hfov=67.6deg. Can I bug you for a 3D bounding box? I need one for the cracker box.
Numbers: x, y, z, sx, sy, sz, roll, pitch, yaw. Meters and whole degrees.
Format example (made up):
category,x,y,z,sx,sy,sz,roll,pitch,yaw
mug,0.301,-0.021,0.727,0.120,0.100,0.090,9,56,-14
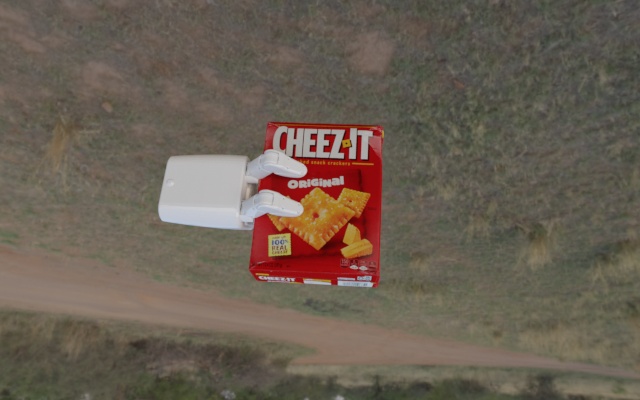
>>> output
category,x,y,z,sx,sy,sz,roll,pitch,yaw
cracker box,0.000,0.002,0.641,0.164,0.213,0.072,3,-21,4
